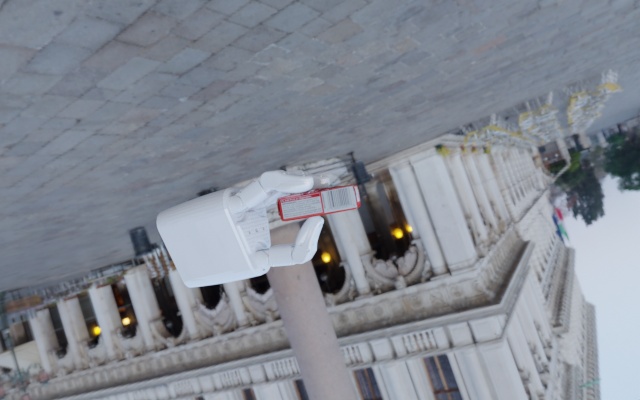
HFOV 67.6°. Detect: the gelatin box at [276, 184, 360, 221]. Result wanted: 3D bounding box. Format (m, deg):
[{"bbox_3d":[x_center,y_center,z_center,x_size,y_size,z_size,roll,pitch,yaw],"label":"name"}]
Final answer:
[{"bbox_3d":[0.001,0.002,0.558,0.089,0.030,0.073,-10,0,8],"label":"gelatin box"}]
